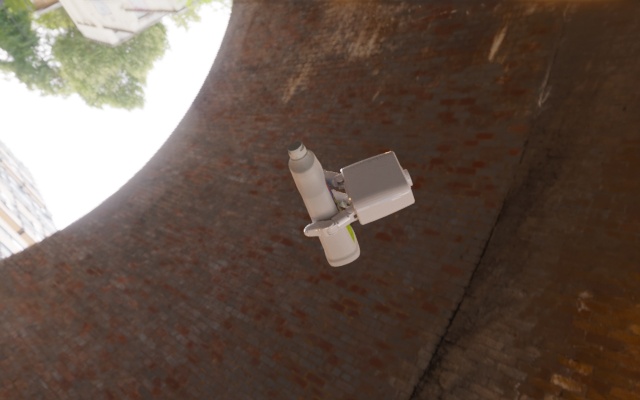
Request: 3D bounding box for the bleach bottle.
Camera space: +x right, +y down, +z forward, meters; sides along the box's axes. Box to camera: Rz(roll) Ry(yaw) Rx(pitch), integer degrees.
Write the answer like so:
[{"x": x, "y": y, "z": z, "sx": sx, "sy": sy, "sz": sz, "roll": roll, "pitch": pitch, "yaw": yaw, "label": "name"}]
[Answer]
[{"x": 0.000, "y": 0.003, "z": 0.891, "sx": 0.068, "sy": 0.251, "sz": 0.102, "roll": -21, "pitch": 35, "yaw": 6, "label": "bleach bottle"}]
